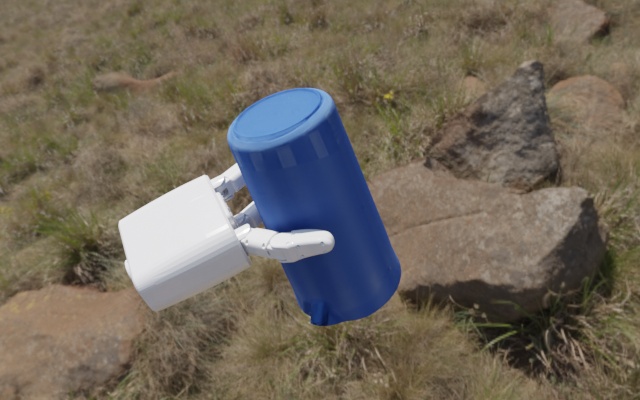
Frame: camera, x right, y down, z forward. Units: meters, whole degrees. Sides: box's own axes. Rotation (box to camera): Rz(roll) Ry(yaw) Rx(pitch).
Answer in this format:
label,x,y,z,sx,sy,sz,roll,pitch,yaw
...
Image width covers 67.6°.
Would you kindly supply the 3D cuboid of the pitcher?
label,x,y,z,sx,sy,sz,roll,pitch,yaw
pitcher,0.000,0.002,0.523,0.145,0.243,0.149,-26,35,-6
